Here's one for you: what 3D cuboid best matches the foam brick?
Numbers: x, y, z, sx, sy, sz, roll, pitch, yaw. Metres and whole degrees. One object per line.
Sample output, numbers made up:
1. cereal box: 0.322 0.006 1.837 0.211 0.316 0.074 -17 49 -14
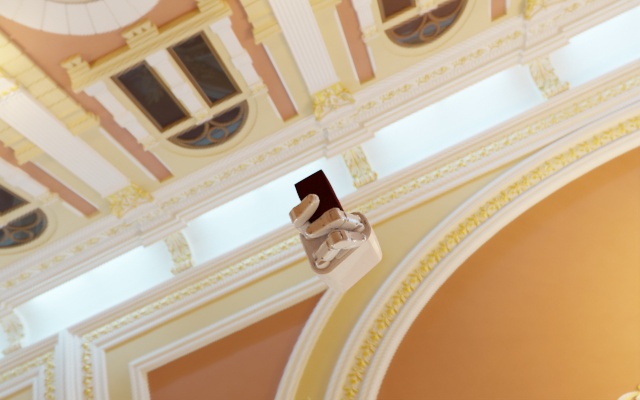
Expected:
1. foam brick: 0.000 0.002 0.745 0.053 0.078 0.051 -27 -34 6
